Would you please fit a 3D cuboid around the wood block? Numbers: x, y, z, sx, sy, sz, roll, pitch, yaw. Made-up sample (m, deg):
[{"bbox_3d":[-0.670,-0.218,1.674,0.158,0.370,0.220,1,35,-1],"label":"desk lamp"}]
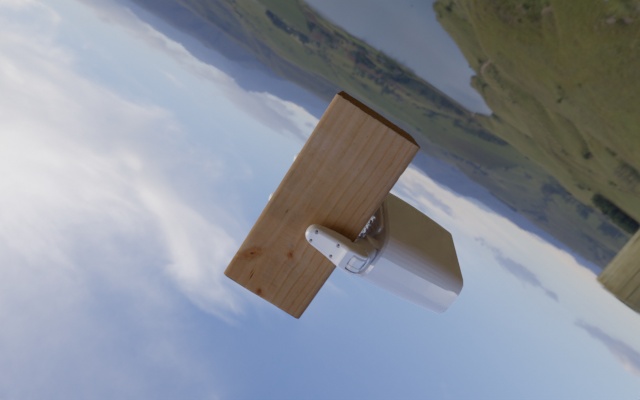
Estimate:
[{"bbox_3d":[0.000,0.002,0.483,0.090,0.206,0.090,32,15,-4],"label":"wood block"}]
